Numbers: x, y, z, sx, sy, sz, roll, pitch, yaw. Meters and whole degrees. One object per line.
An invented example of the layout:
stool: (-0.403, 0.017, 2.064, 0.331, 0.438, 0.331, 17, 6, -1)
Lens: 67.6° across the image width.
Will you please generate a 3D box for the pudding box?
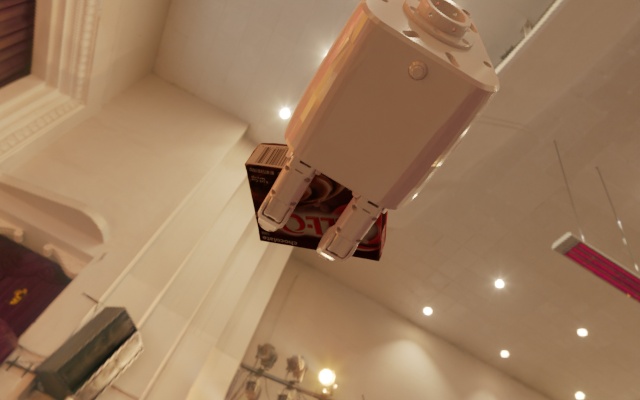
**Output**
pudding box: (0.000, 0.001, 0.402, 0.113, 0.090, 0.039, 10, 43, 15)
